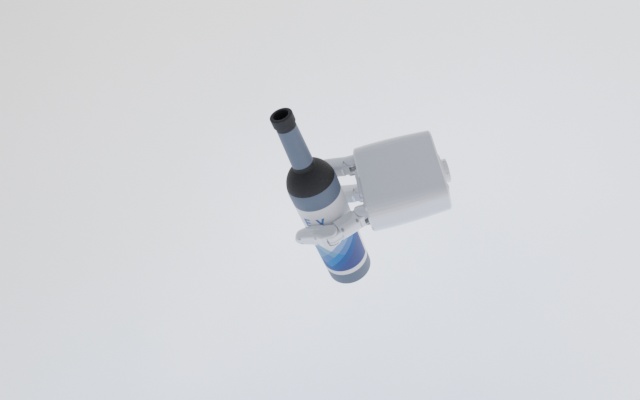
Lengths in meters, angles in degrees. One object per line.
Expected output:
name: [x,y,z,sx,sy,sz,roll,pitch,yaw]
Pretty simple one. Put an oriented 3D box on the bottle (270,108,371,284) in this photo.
bottle: [0.000,0.002,0.636,0.069,0.069,0.296,0,-42,24]
